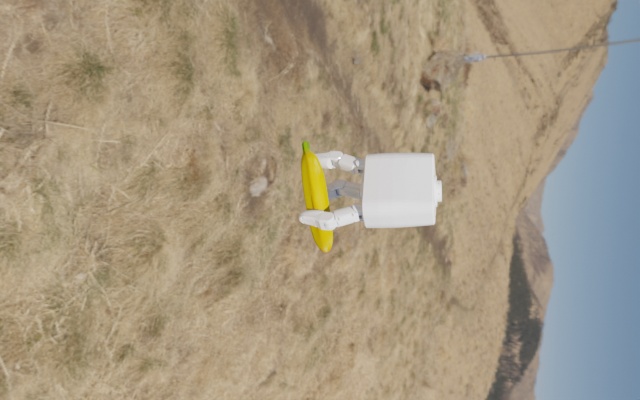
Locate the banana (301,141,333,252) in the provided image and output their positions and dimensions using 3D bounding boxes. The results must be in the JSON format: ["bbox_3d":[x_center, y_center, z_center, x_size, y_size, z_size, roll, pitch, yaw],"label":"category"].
[{"bbox_3d":[-0.003,0.006,0.777,0.037,0.198,0.069,-5,19,10],"label":"banana"}]
